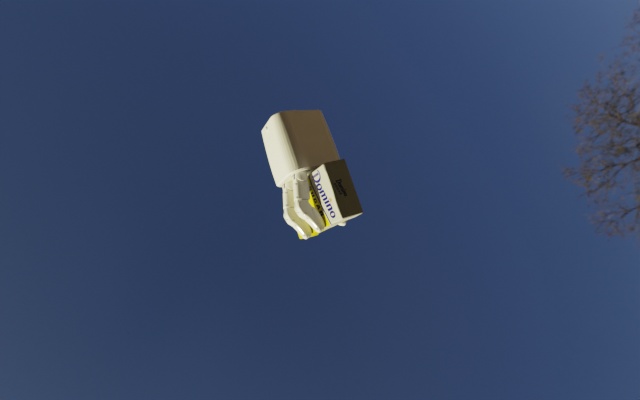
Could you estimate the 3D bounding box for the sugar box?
[{"bbox_3d":[0.000,0.003,0.804,0.048,0.093,0.176,-16,-8,-25],"label":"sugar box"}]
